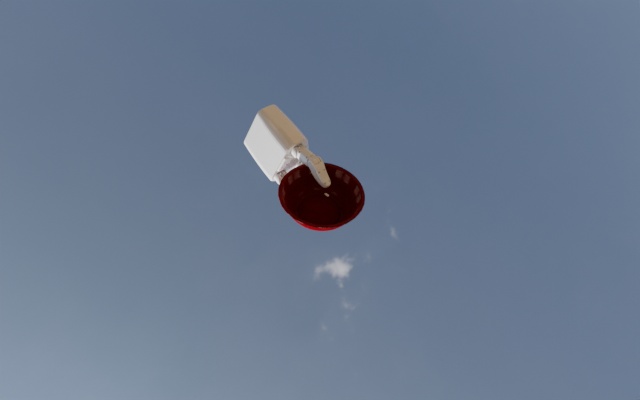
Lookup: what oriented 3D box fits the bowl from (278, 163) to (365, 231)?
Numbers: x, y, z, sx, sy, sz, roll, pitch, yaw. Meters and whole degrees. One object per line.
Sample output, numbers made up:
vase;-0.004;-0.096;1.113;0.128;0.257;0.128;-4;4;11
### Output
bowl;0.001;0.004;0.899;0.162;0.162;0.055;0;-41;-7
